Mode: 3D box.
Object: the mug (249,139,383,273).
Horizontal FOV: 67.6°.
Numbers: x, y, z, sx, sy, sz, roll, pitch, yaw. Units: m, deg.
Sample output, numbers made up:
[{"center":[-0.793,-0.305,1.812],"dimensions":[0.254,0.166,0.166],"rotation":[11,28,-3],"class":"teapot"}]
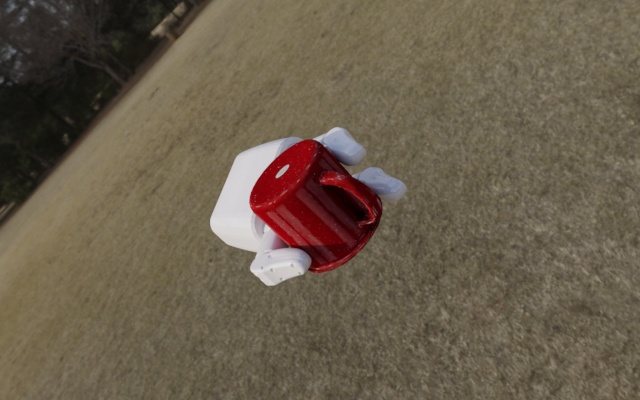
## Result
[{"center":[0.001,0.001,0.404],"dimensions":[0.081,0.093,0.117],"rotation":[45,-27,-26],"class":"mug"}]
